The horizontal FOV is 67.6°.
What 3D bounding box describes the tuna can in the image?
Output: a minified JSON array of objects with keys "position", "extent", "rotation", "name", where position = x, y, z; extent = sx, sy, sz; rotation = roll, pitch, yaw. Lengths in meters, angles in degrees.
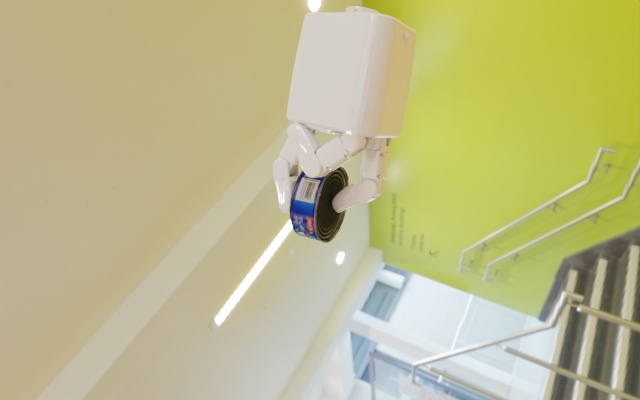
[{"position":[0.000,0.002,0.532],"extent":[0.034,0.086,0.086],"rotation":[12,5,24],"name":"tuna can"}]
